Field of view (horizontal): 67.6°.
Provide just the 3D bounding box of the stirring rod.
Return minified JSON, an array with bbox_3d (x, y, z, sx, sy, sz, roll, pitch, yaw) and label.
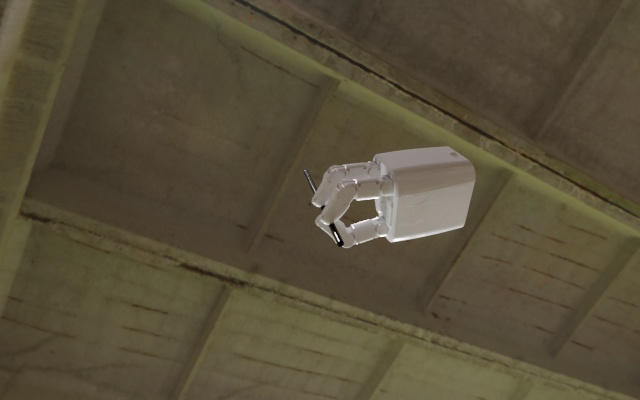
[{"bbox_3d":[0.000,0.002,0.653,0.011,0.011,0.239,0,23,-12],"label":"stirring rod"}]
